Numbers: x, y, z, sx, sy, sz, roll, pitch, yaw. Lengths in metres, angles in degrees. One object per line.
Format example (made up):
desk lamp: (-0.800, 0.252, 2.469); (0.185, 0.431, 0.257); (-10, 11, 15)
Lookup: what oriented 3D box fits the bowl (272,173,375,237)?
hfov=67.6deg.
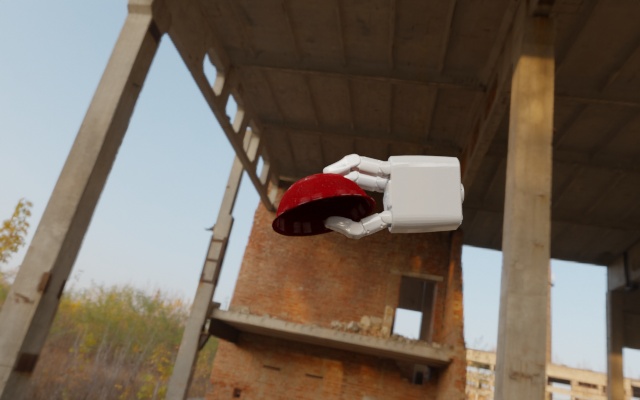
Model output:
bowl: (-0.001, 0.002, 0.736); (0.162, 0.055, 0.162); (-12, -21, -5)
